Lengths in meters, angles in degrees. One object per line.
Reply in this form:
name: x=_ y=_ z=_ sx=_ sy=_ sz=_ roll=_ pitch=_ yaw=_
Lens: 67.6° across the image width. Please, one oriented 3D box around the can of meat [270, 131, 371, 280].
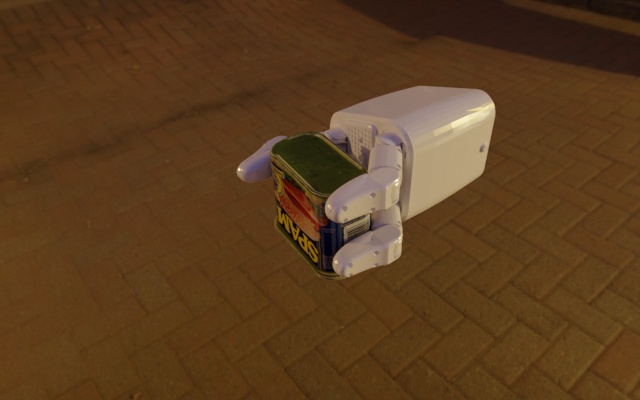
can of meat: x=0.000 y=0.001 z=0.400 sx=0.057 sy=0.084 sz=0.102 roll=-22 pitch=42 yaw=-24
